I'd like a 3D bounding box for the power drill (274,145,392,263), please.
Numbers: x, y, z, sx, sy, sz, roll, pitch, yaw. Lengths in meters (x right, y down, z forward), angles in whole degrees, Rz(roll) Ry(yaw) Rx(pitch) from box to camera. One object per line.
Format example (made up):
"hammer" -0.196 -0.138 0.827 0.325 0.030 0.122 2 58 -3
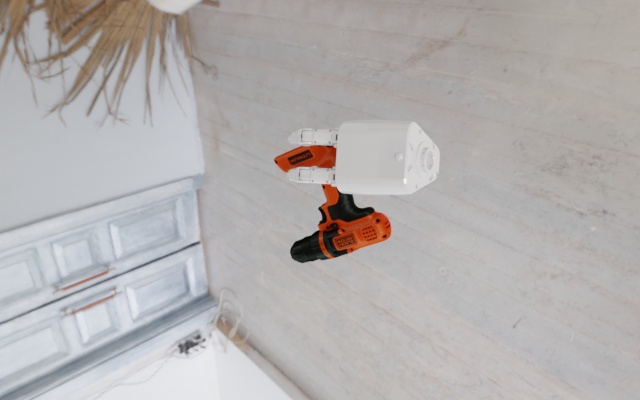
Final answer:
"power drill" 0.000 0.002 0.755 0.184 0.188 0.057 -20 10 29
